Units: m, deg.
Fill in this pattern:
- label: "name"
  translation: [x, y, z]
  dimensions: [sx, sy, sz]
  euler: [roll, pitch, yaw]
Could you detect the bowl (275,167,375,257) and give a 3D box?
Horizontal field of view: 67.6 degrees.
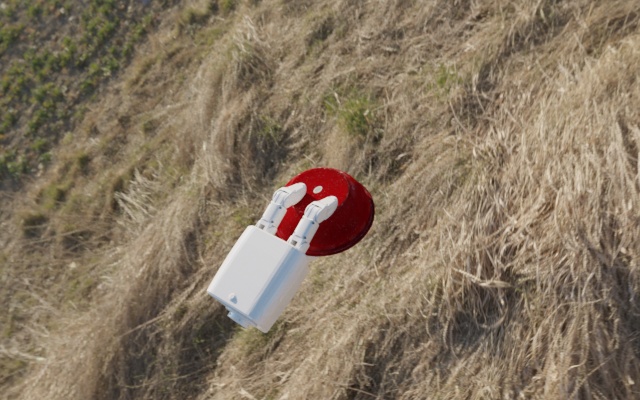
- label: "bowl"
  translation: [0.000, 0.001, 0.718]
  dimensions: [0.162, 0.162, 0.055]
  euler: [0, -39, 9]
